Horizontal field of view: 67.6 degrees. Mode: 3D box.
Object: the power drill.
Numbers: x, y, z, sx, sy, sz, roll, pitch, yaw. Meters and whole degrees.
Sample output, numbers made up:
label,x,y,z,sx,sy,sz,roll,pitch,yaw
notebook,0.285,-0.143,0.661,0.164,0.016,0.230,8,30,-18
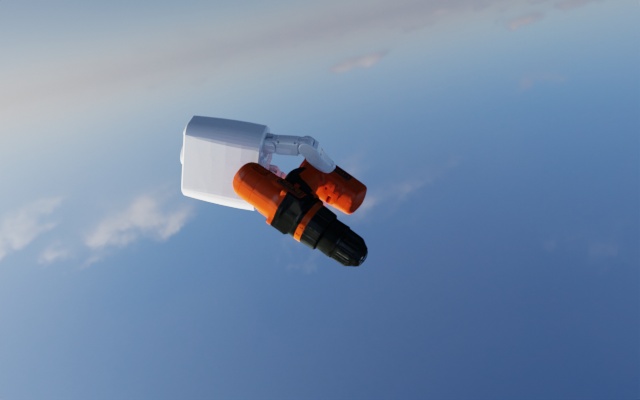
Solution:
label,x,y,z,sx,sy,sz,roll,pitch,yaw
power drill,0.000,0.002,0.625,0.184,0.057,0.187,36,21,10
